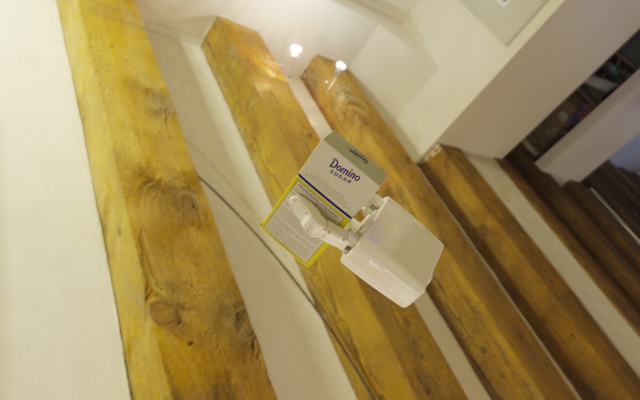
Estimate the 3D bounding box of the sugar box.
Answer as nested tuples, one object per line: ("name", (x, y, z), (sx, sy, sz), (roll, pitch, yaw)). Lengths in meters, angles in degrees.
("sugar box", (0.000, 0.002, 0.637), (0.093, 0.176, 0.048), (40, 32, 1))
